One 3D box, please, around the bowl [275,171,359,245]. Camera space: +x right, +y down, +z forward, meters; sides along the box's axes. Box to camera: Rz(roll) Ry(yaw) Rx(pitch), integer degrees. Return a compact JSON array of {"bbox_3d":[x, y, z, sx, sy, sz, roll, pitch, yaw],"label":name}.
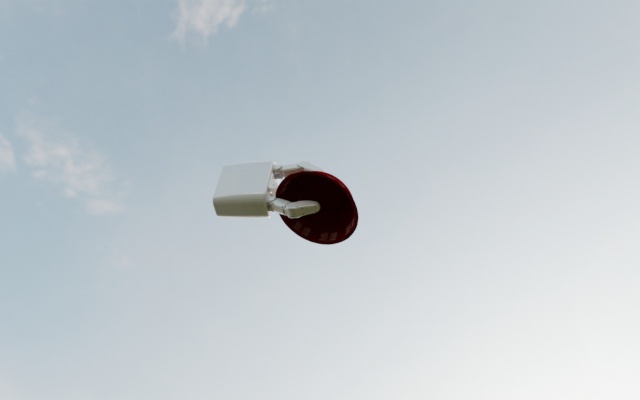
[{"bbox_3d":[0.002,0.003,0.885,0.162,0.162,0.055,0,33,25],"label":"bowl"}]
